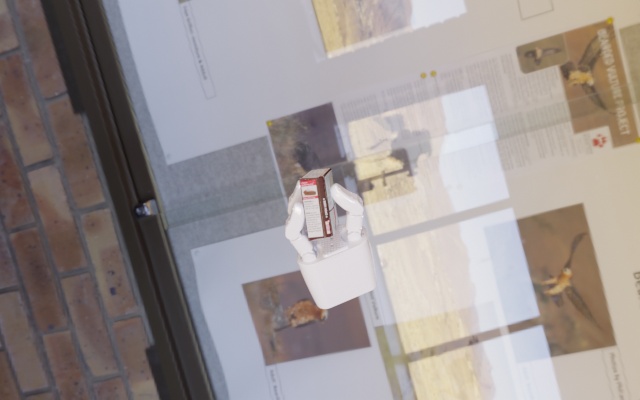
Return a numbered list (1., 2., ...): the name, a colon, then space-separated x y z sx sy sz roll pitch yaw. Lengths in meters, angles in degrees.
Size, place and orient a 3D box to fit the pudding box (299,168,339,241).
1. pudding box: 0.000 0.002 0.701 0.039 0.090 0.113 -8 8 6
